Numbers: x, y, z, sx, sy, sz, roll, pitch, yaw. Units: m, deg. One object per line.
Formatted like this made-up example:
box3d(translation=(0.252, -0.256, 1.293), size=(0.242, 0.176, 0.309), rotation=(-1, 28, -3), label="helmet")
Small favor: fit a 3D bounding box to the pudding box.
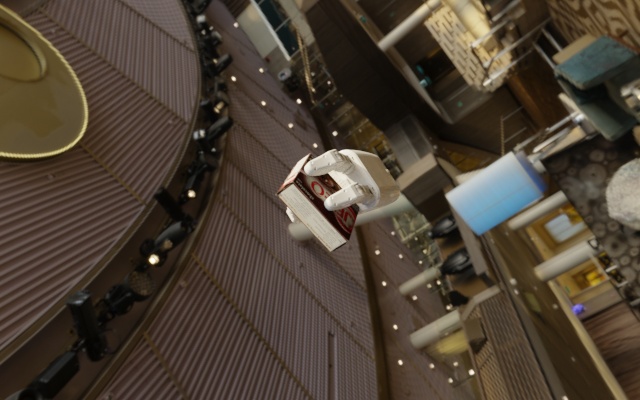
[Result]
box3d(translation=(0.000, 0.002, 0.654), size=(0.039, 0.113, 0.090), rotation=(-38, 14, 29), label="pudding box")
